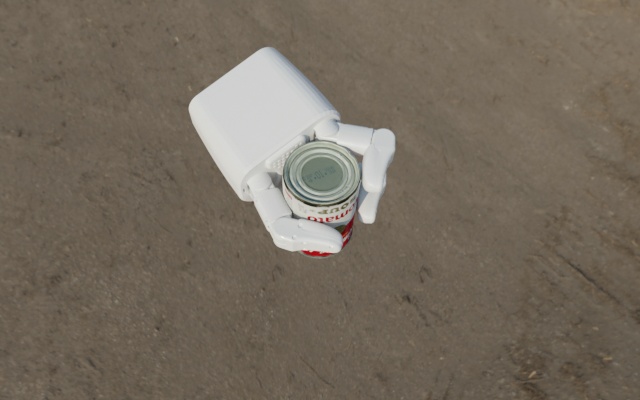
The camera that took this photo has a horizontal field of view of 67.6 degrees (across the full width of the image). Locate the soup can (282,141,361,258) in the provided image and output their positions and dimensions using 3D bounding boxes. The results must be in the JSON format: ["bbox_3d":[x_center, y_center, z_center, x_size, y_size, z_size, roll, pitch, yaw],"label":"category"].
[{"bbox_3d":[0.000,0.002,0.439,0.068,0.068,0.102,0,-31,-2],"label":"soup can"}]
